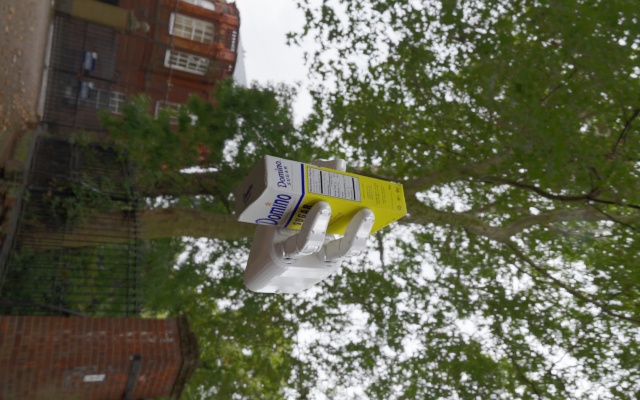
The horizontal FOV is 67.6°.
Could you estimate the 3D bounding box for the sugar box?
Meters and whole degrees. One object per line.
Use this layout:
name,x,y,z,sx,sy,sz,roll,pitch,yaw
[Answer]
sugar box,0.000,0.002,0.546,0.176,0.048,0.093,7,-27,-28
